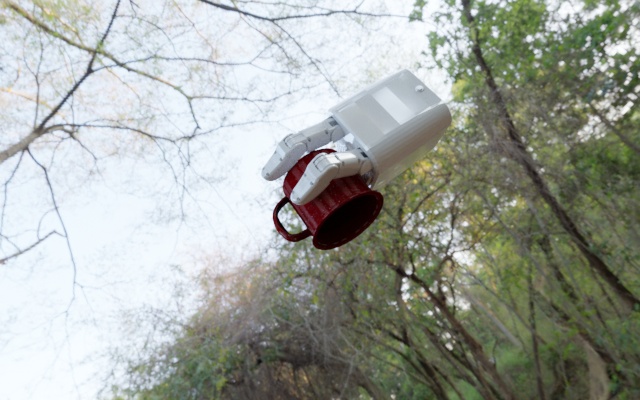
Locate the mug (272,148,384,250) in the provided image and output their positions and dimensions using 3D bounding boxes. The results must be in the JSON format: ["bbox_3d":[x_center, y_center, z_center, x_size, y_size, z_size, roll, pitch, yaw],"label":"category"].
[{"bbox_3d":[-0.001,0.002,0.536,0.117,0.081,0.093,-32,-29,-9],"label":"mug"}]
